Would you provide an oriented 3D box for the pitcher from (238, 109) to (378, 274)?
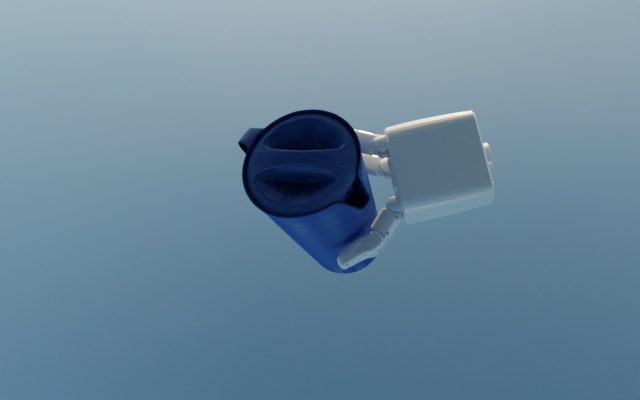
[{"bbox_3d":[0.000,0.002,0.607,0.145,0.149,0.243,-15,-29,9],"label":"pitcher"}]
